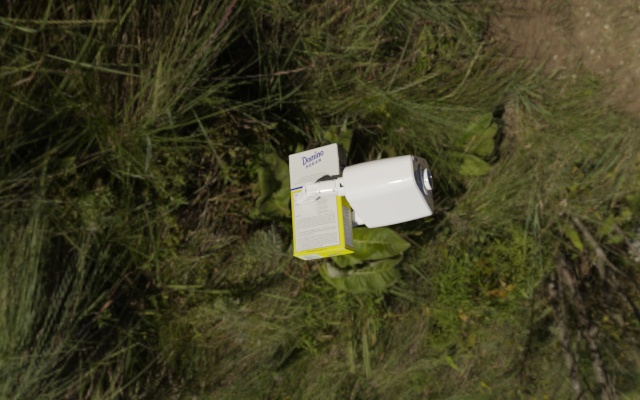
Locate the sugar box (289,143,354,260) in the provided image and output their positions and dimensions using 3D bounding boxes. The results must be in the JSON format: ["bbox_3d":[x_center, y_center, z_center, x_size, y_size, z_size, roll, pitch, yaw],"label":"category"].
[{"bbox_3d":[0.001,0.003,0.781,0.093,0.176,0.048,-11,-21,25],"label":"sugar box"}]
